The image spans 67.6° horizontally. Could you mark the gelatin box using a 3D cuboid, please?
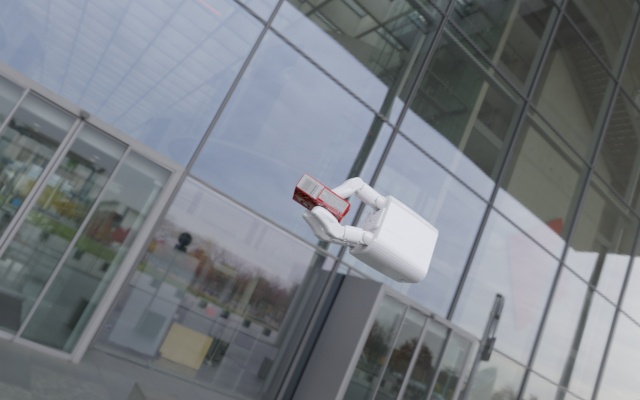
[{"bbox_3d":[0.000,0.002,0.756,0.089,0.030,0.073,35,-17,3],"label":"gelatin box"}]
